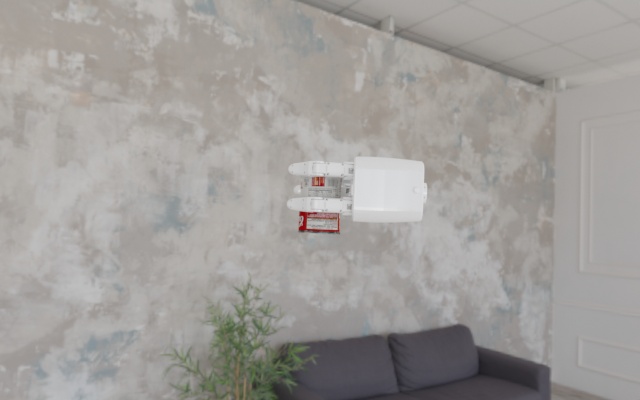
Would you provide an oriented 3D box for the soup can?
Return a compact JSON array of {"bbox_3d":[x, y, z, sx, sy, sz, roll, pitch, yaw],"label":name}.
[{"bbox_3d":[0.000,0.002,0.768,0.068,0.102,0.068,3,-3,0],"label":"soup can"}]
